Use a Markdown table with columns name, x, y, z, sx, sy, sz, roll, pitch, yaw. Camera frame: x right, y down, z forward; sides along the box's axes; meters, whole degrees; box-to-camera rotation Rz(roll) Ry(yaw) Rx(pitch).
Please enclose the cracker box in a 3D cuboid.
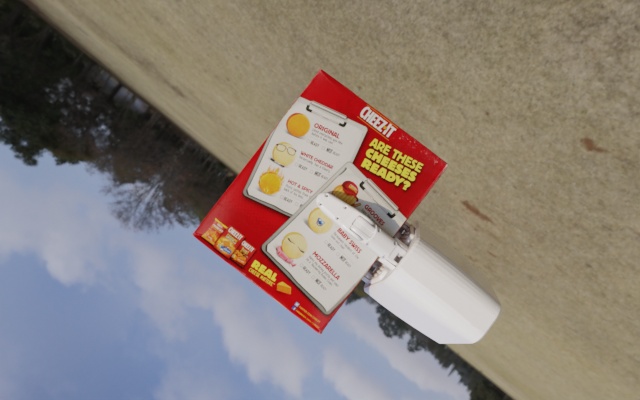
| name | x | y | z | sx | sy | sz | roll | pitch | yaw |
| --- | --- | --- | --- | --- | --- | --- | --- | --- | --- |
| cracker box | 0.000 | 0.002 | 0.505 | 0.164 | 0.213 | 0.072 | 37 | -3 | 1 |
